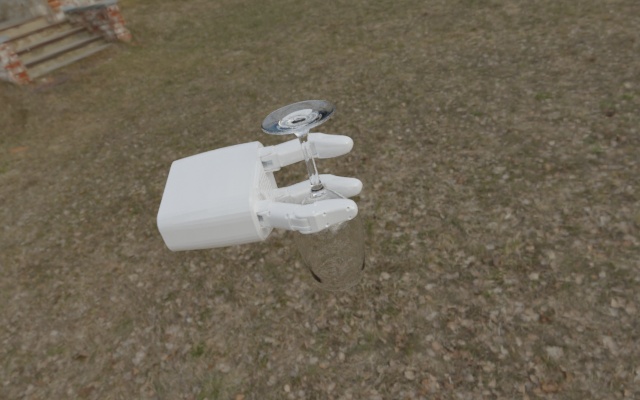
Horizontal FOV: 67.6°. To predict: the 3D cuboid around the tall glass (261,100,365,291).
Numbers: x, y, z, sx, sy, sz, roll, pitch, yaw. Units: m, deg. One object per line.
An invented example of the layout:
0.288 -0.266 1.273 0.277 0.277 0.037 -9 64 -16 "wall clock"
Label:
0.000 0.001 0.508 0.079 0.201 0.079 -11 30 7 "tall glass"
